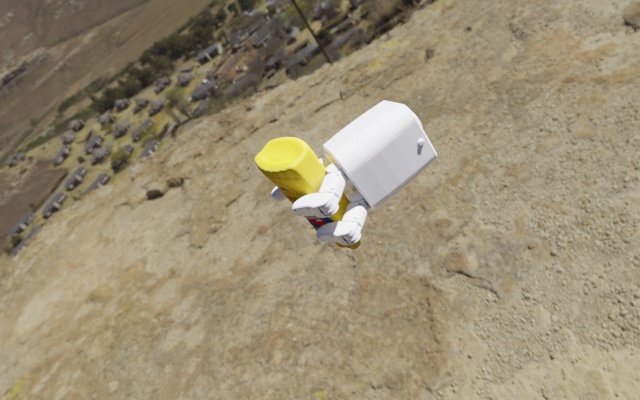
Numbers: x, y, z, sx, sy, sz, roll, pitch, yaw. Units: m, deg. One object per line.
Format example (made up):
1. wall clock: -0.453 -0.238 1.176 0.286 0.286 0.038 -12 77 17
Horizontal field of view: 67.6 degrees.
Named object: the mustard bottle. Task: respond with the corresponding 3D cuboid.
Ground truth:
1. mustard bottle: 0.000 0.002 0.631 0.096 0.058 0.192 15 -29 50
